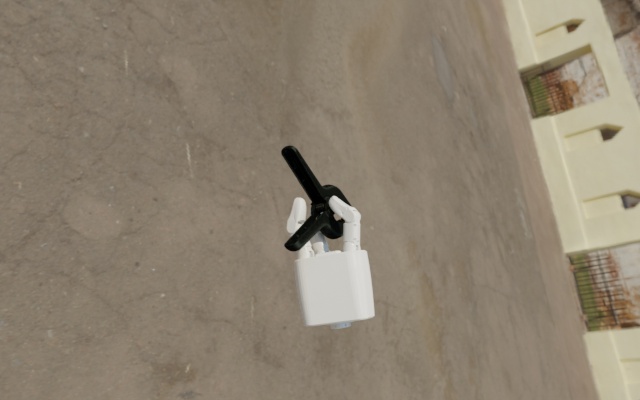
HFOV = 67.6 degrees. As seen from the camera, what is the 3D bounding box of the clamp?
[{"bbox_3d":[0.001,0.003,0.792,0.036,0.164,0.210,-11,-11,30],"label":"clamp"}]
